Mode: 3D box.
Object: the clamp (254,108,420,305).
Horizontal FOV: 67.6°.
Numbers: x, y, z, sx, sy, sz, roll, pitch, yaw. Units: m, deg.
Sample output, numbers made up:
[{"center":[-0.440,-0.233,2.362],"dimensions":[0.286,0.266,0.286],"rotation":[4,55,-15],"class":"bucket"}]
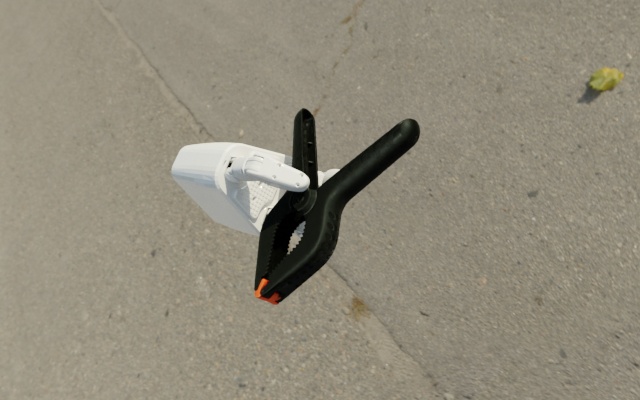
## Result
[{"center":[-0.001,0.002,0.456],"dimensions":[0.164,0.210,0.036],"rotation":[7,-19,47],"class":"clamp"}]
